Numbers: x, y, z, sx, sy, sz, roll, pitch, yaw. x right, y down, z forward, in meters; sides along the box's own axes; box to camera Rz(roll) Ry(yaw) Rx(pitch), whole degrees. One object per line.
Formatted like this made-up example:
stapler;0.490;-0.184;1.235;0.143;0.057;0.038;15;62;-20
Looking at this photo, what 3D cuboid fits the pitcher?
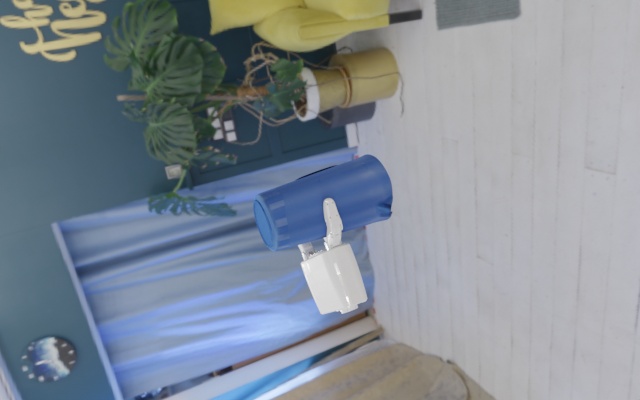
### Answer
pitcher;0.000;0.003;0.894;0.243;0.145;0.149;-17;-8;-20
